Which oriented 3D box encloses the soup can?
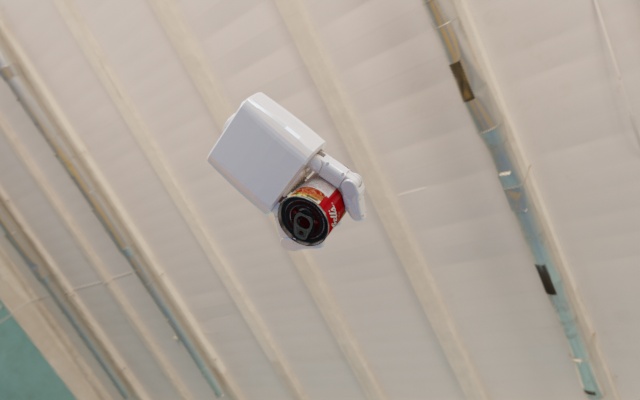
[{"bbox_3d":[0.001,0.002,0.599,0.068,0.068,0.102,0,27,29],"label":"soup can"}]
